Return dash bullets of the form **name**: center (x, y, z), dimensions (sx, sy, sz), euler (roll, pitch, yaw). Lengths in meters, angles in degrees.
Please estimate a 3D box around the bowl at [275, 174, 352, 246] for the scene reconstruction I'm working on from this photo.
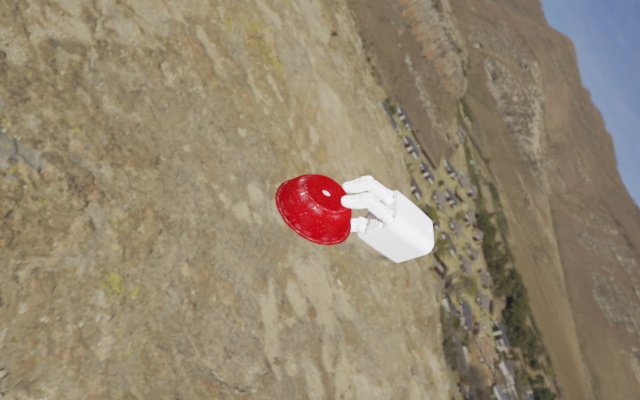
- **bowl**: center (-0.001, 0.002, 0.882), dimensions (0.162, 0.162, 0.055), euler (0, -40, -37)
